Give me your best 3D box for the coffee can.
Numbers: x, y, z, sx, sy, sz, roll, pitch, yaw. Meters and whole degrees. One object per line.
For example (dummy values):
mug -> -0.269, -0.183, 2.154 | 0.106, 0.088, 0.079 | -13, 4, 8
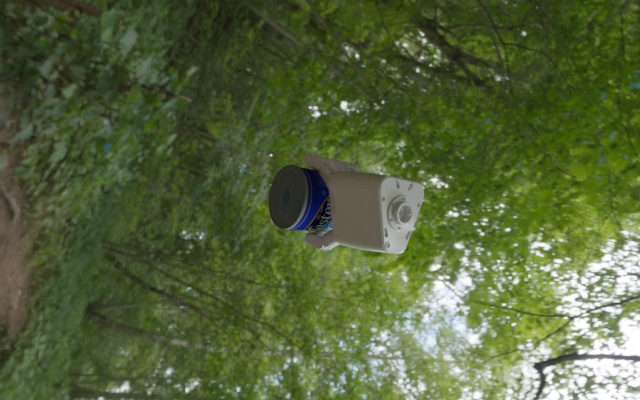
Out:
coffee can -> 0.000, 0.003, 0.791 | 0.140, 0.103, 0.103 | 9, -5, -37
